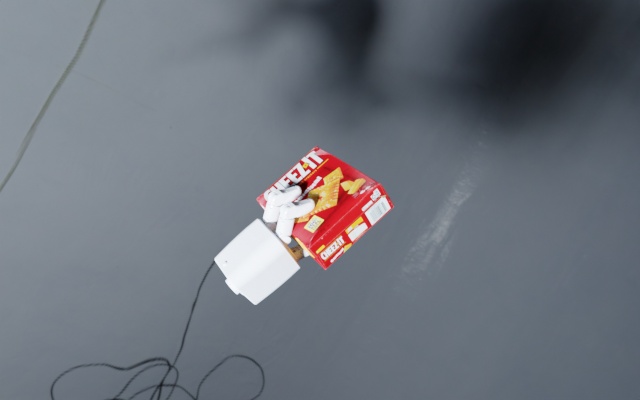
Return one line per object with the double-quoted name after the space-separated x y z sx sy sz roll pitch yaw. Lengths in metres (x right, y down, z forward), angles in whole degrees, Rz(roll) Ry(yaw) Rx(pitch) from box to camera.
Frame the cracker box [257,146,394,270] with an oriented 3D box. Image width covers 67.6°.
0.000 0.003 0.865 0.213 0.164 0.072 38 -14 50 "cracker box"
